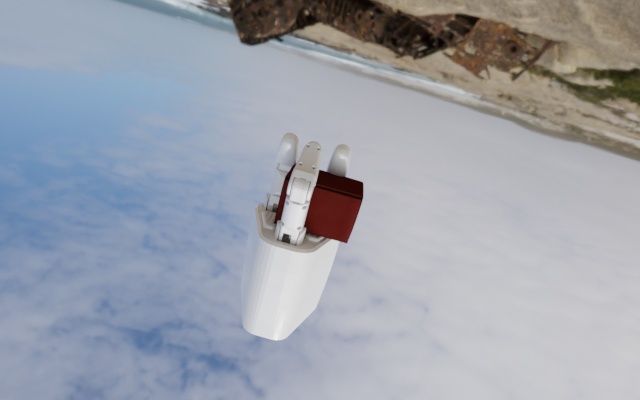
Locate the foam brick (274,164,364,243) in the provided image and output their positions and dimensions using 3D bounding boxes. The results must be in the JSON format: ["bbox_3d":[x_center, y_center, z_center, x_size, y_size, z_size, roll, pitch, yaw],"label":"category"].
[{"bbox_3d":[0.000,0.002,0.481,0.078,0.051,0.053,15,20,2],"label":"foam brick"}]
